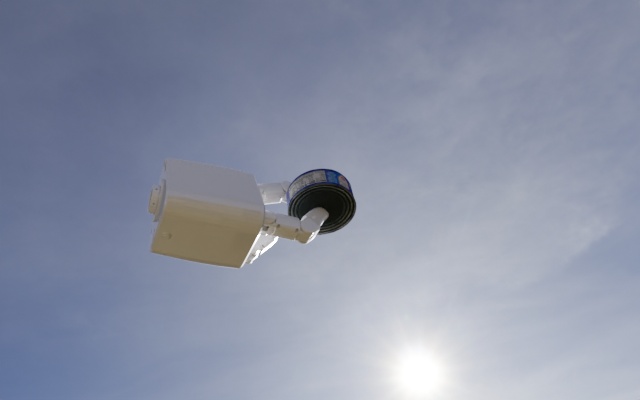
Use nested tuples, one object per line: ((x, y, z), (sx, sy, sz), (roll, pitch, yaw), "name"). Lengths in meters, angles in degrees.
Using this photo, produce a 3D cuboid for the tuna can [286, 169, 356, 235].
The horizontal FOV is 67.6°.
((0.000, 0.002, 0.601), (0.086, 0.086, 0.033), (0, 42, -10), "tuna can")
